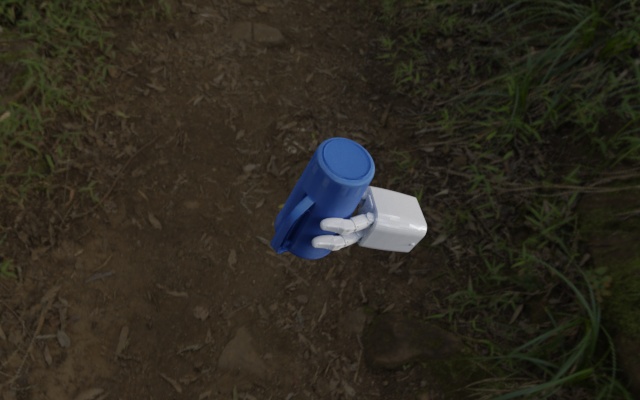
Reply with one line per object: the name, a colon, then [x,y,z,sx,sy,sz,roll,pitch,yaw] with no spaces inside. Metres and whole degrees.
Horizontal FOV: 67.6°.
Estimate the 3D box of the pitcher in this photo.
pitcher: [0.000,0.003,0.892,0.145,0.149,0.243,12,-39,-14]
